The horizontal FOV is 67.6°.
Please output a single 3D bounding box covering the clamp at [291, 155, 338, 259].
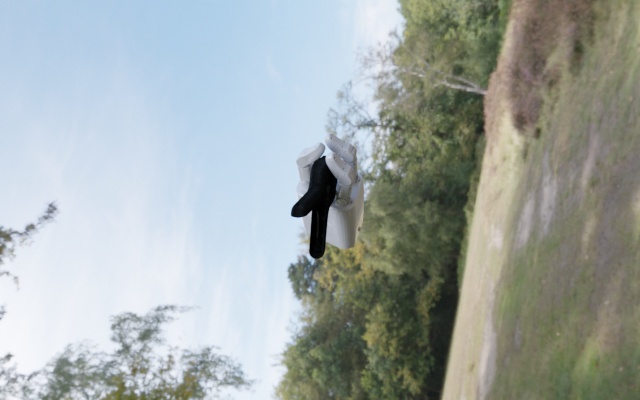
[{"bbox_3d":[0.000,0.002,0.745,0.039,0.120,0.171,8,45,17],"label":"clamp"}]
